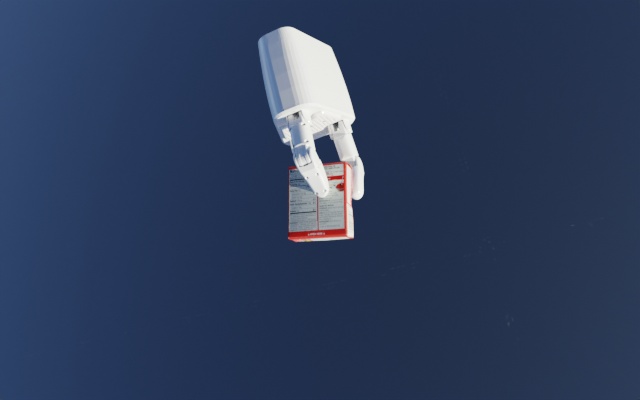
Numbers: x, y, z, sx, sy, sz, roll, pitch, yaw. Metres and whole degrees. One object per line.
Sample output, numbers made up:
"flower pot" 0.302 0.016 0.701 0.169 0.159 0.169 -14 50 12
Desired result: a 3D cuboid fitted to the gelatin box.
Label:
"gelatin box" 0.000 0.002 0.561 0.073 0.089 0.030 -5 -13 19
